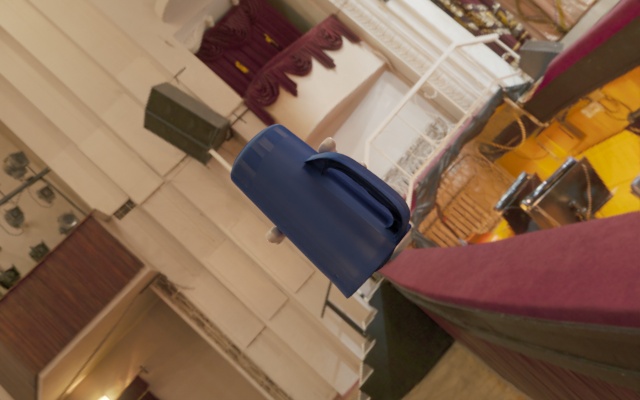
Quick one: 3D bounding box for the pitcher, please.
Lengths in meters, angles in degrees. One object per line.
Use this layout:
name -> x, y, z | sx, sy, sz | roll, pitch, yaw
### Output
pitcher -> 0.000, 0.002, 0.655 | 0.243, 0.149, 0.145 | 42, 3, 6
